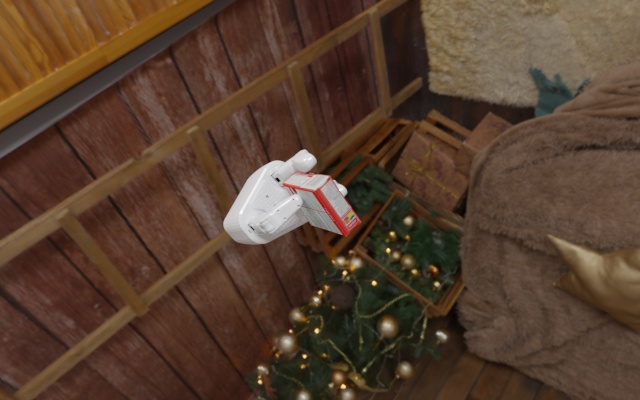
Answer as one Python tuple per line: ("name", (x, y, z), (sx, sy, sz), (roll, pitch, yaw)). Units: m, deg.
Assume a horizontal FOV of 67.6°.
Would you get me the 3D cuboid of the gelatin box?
("gelatin box", (0.000, 0.002, 0.586), (0.030, 0.073, 0.089), (-43, 25, -18))
